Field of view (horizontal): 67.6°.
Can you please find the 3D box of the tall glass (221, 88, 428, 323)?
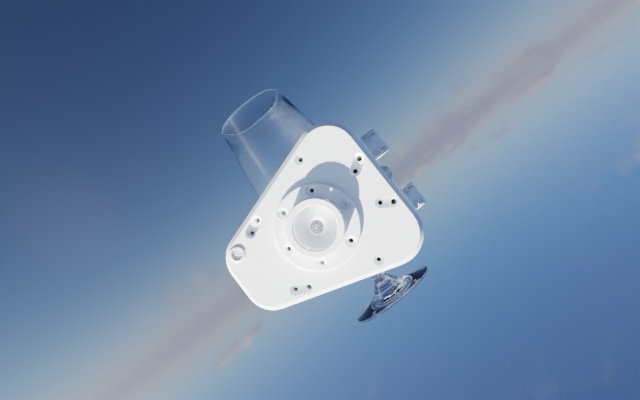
[{"bbox_3d":[0.000,0.002,0.408,0.079,0.201,0.079,-38,-3,-2],"label":"tall glass"}]
